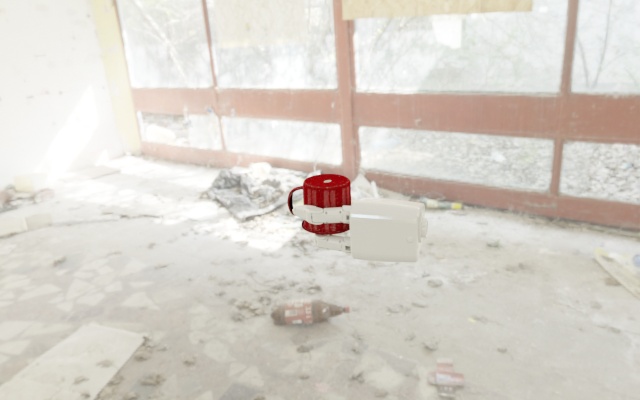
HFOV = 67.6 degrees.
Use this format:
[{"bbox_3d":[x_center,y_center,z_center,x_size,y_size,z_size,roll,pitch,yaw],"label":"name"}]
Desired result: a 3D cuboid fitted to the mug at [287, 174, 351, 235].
[{"bbox_3d":[-0.001,0.002,0.818,0.117,0.081,0.093,4,20,15],"label":"mug"}]
